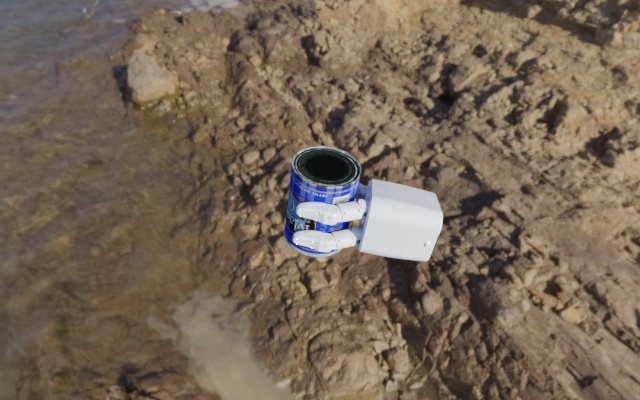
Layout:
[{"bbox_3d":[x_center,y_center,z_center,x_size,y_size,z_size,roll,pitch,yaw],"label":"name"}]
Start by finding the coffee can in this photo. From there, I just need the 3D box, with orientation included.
[{"bbox_3d":[0.000,0.002,0.734,0.103,0.140,0.102,6,39,-5],"label":"coffee can"}]
